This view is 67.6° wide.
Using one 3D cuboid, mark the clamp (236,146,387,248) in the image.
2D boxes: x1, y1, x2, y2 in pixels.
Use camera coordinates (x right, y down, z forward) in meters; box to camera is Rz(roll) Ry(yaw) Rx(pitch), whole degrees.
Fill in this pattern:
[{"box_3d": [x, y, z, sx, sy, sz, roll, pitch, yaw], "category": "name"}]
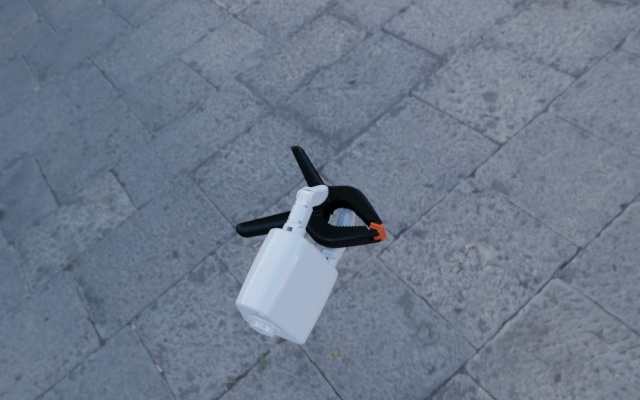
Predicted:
[{"box_3d": [0.000, 0.002, 0.674, 0.210, 0.164, 0.036, 14, -25, 26], "category": "clamp"}]
